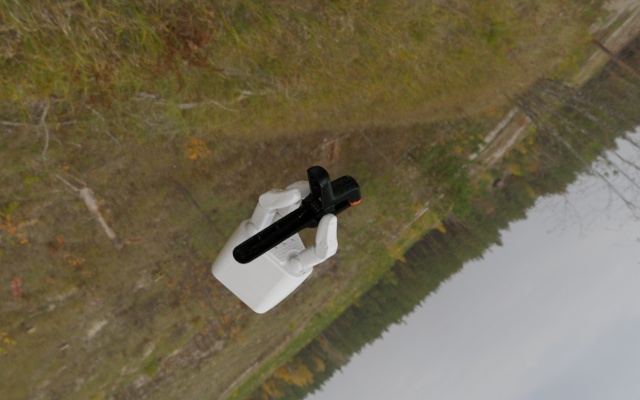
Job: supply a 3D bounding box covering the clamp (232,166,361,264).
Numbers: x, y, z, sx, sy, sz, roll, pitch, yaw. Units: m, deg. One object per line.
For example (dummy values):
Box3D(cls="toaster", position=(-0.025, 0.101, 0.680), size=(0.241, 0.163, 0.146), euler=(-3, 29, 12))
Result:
Box3D(cls="clamp", position=(0.001, 0.003, 0.606), size=(0.210, 0.036, 0.165), euler=(-21, -21, -52))
